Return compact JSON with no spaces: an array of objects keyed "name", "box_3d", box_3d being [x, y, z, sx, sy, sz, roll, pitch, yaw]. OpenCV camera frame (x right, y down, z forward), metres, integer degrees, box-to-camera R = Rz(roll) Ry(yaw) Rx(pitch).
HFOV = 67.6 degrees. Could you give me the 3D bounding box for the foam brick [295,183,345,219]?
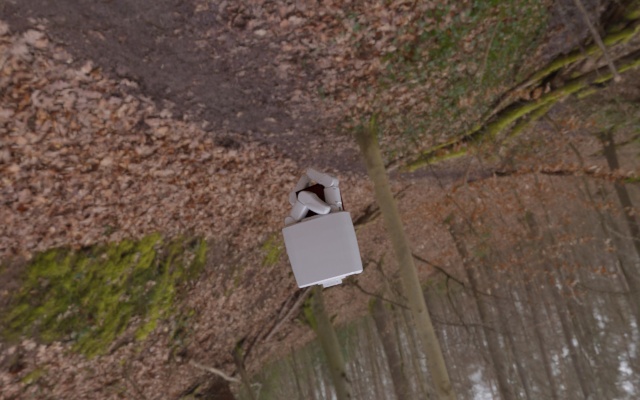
[{"name":"foam brick","box_3d":[0.000,0.003,0.854,0.053,0.051,0.078,-20,-11,27]}]
